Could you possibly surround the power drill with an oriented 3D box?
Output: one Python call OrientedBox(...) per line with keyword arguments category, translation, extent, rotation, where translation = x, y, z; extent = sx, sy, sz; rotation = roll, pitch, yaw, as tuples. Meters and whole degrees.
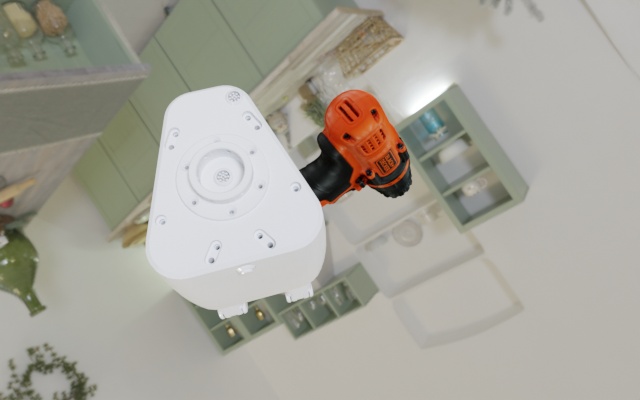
OrientedBox(category="power drill", translation=(0.000, 0.002, 0.438), extent=(0.187, 0.057, 0.184), rotation=(-42, -27, 4))
